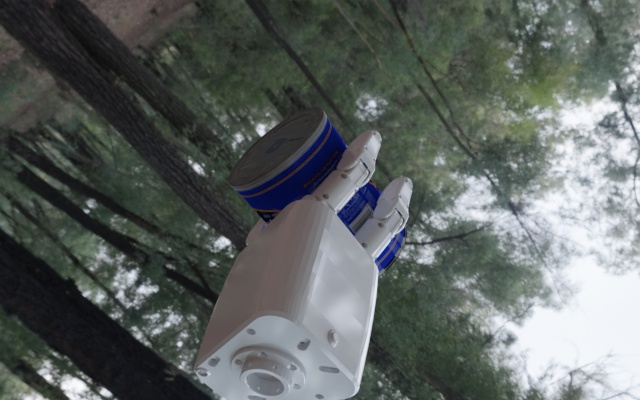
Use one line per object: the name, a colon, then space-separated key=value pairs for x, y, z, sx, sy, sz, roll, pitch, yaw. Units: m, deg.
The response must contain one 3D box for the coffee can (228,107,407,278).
coffee can: x=0.000 y=0.001 z=0.439 sx=0.103 sy=0.140 sz=0.102 roll=-31 pitch=25 yaw=17
